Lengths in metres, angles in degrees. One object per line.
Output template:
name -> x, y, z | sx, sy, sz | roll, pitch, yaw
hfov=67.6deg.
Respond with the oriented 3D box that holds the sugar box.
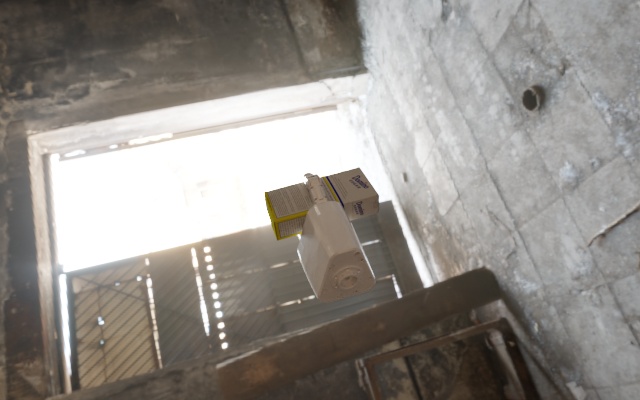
sugar box -> 0.000, 0.003, 0.794 | 0.176, 0.048, 0.093 | -12, 38, -11
